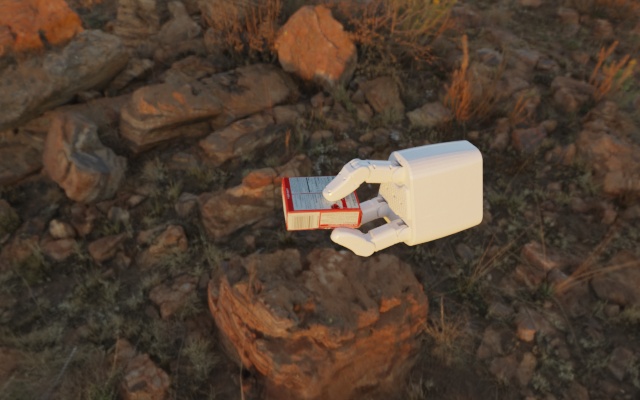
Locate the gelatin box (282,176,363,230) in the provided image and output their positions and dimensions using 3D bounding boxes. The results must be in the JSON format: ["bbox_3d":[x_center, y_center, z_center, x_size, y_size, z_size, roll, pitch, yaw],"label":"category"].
[{"bbox_3d":[0.000,0.002,0.578,0.089,0.030,0.073,-2,37,-9],"label":"gelatin box"}]
